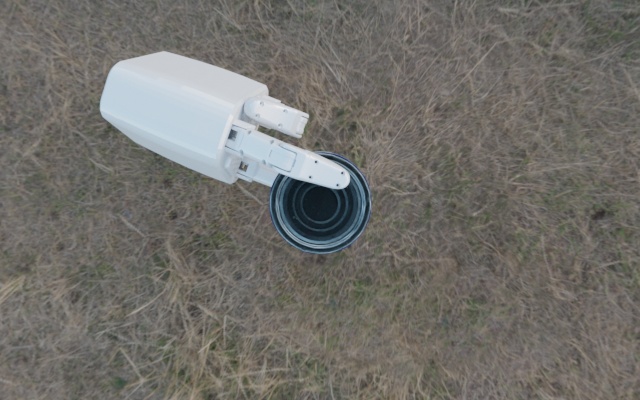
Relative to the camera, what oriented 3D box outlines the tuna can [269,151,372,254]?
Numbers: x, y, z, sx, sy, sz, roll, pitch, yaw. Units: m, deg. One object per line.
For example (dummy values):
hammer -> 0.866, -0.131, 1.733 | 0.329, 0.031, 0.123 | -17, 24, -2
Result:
tuna can -> 0.000, 0.001, 0.402 | 0.086, 0.086, 0.034 | 0, 6, 1
